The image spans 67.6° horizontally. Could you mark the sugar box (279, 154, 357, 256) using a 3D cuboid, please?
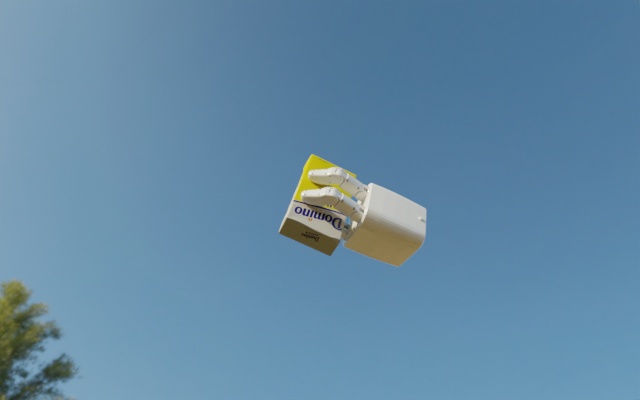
[{"bbox_3d":[0.000,0.002,0.795,0.093,0.048,0.176,24,38,-6],"label":"sugar box"}]
